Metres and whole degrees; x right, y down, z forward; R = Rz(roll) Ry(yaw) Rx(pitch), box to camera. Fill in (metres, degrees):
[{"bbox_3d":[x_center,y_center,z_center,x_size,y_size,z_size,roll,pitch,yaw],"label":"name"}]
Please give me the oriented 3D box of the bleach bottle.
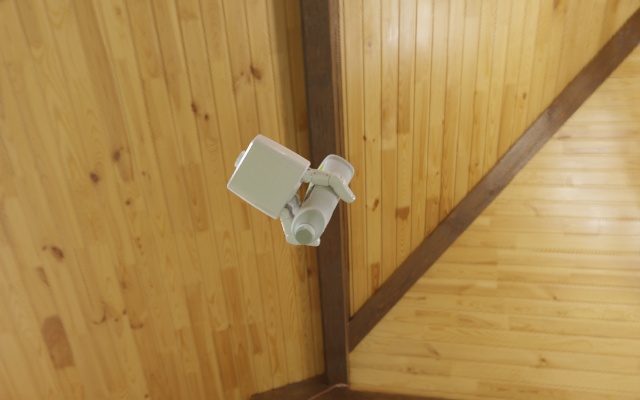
[{"bbox_3d":[0.000,0.003,0.863,0.068,0.103,0.250,33,25,-4],"label":"bleach bottle"}]
